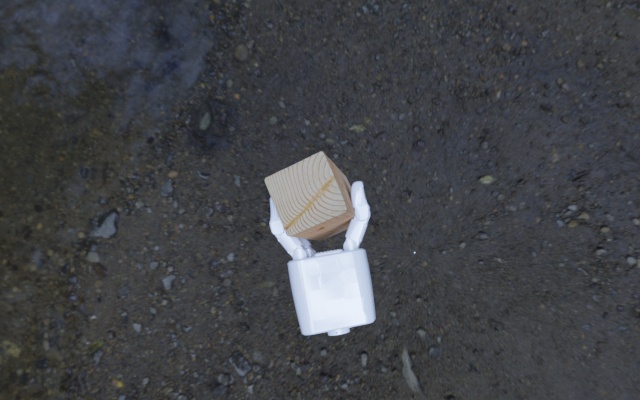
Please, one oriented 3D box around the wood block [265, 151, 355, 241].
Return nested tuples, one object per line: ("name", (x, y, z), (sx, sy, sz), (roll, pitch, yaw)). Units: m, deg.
("wood block", (0.001, 0.003, 0.730), (0.091, 0.090, 0.206), (-24, -10, 8))
